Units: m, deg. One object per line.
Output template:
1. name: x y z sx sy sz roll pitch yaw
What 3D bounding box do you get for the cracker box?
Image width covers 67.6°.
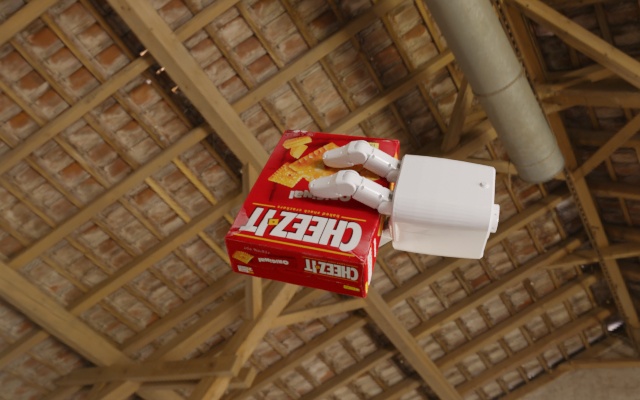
1. cracker box: 0.000 0.002 0.597 0.164 0.072 0.213 8 45 15
